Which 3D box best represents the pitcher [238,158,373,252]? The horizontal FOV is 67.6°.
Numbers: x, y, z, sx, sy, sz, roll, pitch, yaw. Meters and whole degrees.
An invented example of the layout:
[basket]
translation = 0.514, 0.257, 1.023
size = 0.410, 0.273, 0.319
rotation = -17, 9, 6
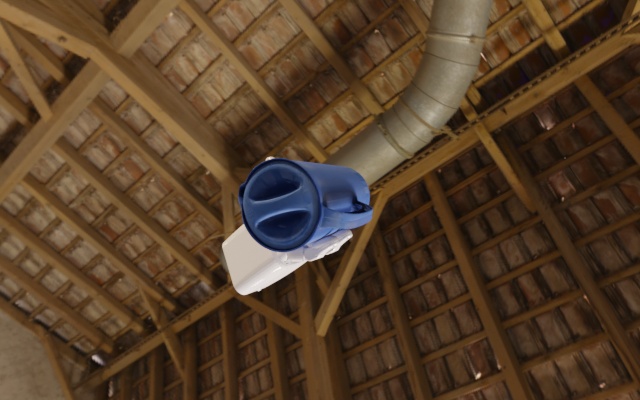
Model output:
[pitcher]
translation = 0.000, 0.003, 0.769
size = 0.145, 0.149, 0.243
rotation = -37, -12, 24
